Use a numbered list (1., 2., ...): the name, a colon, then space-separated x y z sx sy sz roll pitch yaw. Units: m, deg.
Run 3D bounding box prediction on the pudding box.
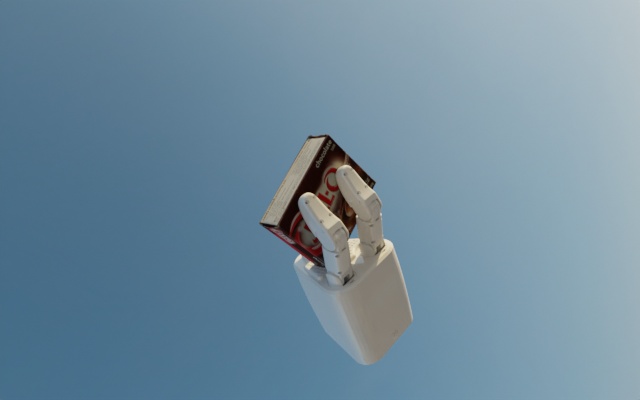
1. pudding box: 0.000 0.002 0.501 0.039 0.113 0.090 5 -28 47
